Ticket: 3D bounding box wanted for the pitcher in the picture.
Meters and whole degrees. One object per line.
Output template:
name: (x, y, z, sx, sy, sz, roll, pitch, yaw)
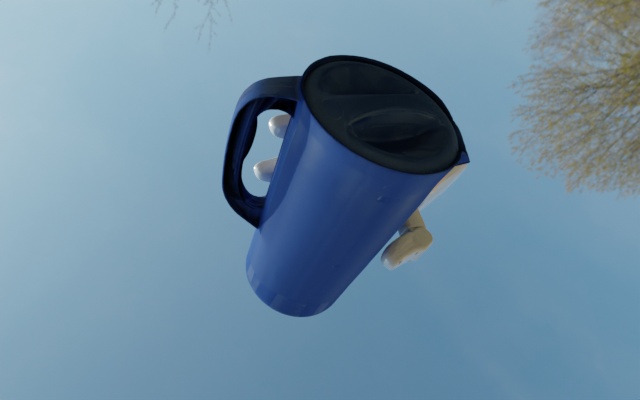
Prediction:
pitcher: (0.000, 0.001, 0.432, 0.145, 0.149, 0.243, -29, -23, -41)
